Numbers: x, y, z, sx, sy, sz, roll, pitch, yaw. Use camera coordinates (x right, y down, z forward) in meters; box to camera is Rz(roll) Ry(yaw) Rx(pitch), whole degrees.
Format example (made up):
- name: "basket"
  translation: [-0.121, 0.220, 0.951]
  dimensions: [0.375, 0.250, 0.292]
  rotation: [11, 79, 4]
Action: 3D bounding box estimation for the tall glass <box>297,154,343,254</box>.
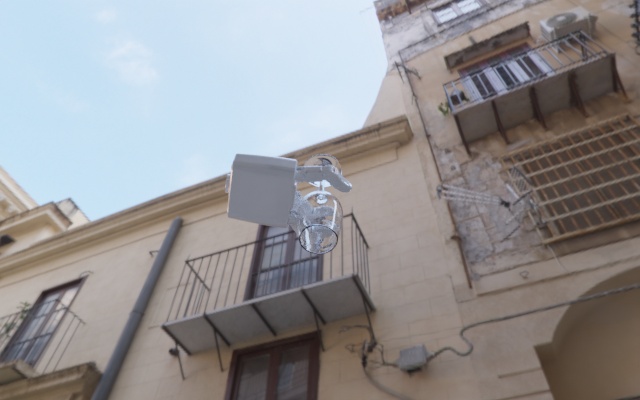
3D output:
- name: "tall glass"
  translation: [0.000, 0.002, 0.827]
  dimensions: [0.079, 0.079, 0.201]
  rotation: [0, 37, 2]
